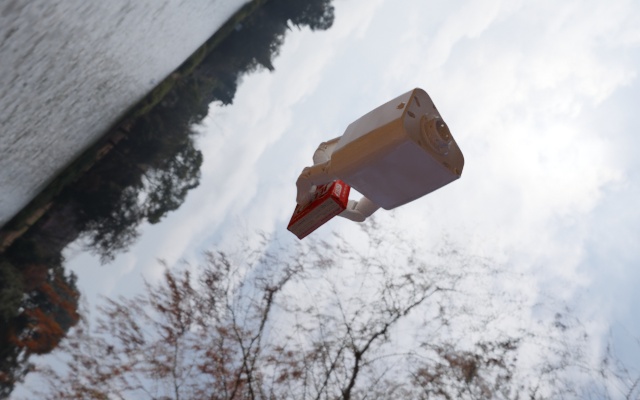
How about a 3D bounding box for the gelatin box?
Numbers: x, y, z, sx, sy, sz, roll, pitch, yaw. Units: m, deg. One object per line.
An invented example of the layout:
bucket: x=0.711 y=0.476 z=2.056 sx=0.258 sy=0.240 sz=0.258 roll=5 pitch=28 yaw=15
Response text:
gelatin box: x=0.000 y=0.003 z=0.632 sx=0.089 sy=0.030 sz=0.073 roll=-37 pitch=20 yaw=33
